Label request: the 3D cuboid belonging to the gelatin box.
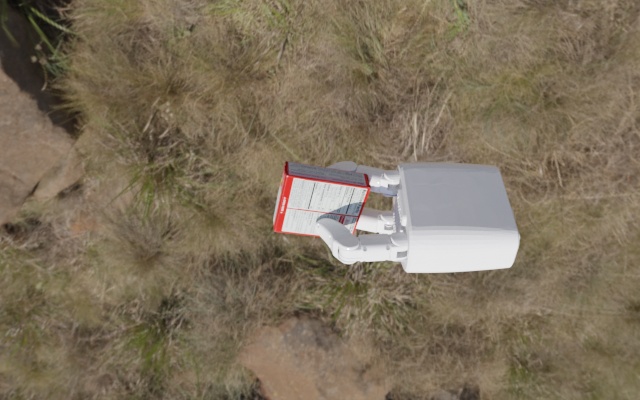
[{"bbox_3d":[0.000,0.002,0.499,0.089,0.073,0.030,7,36,-12],"label":"gelatin box"}]
